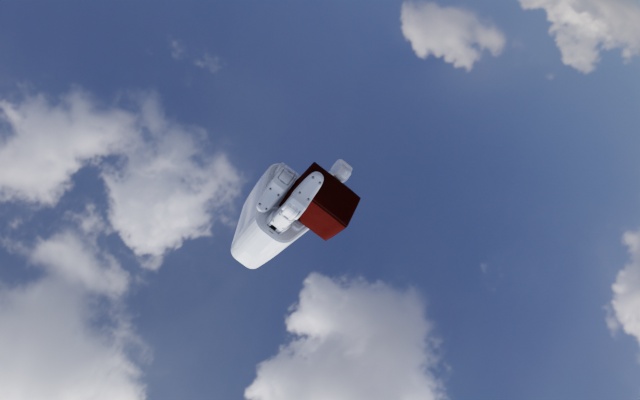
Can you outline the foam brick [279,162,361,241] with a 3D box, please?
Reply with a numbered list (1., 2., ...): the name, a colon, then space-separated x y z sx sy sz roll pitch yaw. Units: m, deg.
1. foam brick: 0.000 0.002 0.596 0.078 0.053 0.051 38 -40 -7
